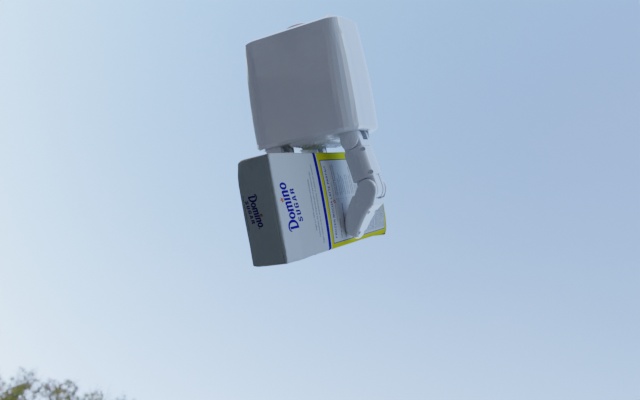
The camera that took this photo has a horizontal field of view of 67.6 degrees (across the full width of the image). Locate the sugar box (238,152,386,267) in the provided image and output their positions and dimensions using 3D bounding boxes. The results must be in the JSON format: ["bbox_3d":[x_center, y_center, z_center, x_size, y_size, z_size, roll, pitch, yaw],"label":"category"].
[{"bbox_3d":[0.000,0.001,0.462,0.048,0.093,0.176,-11,-2,38],"label":"sugar box"}]
